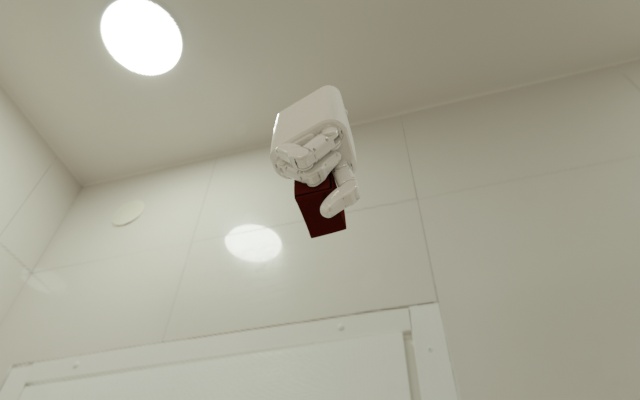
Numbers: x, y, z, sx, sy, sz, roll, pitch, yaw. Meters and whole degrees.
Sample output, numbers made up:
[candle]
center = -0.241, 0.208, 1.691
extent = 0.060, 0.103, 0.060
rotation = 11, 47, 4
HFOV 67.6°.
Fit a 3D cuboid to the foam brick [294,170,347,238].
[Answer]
[foam brick]
center = 0.000, 0.002, 0.646
extent = 0.053, 0.078, 0.051
rotation = -14, 39, 7
